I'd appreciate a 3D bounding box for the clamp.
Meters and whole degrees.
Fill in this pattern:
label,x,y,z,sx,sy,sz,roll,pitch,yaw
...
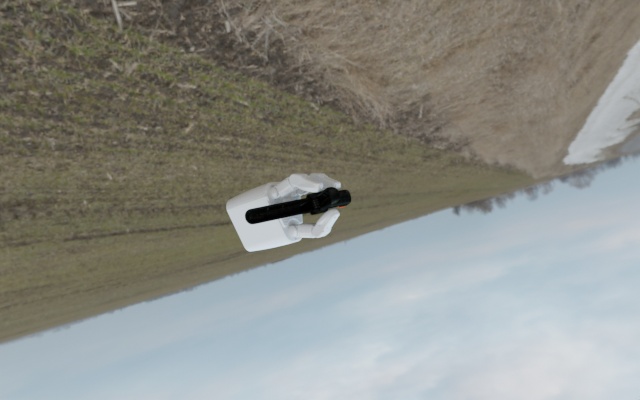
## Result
label,x,y,z,sx,sy,sz,roll,pitch,yaw
clamp,0.000,0.003,0.794,0.164,0.036,0.210,-14,-3,34
